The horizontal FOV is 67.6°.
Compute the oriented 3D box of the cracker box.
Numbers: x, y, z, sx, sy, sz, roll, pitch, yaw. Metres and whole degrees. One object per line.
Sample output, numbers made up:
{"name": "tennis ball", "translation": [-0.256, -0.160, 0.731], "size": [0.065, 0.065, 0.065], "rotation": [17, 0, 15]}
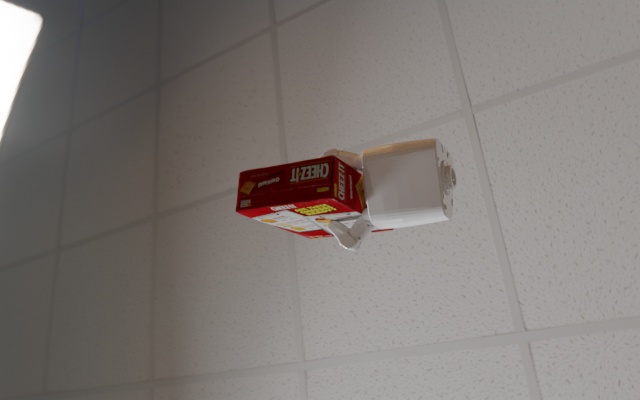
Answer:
{"name": "cracker box", "translation": [0.000, 0.003, 0.745], "size": [0.164, 0.072, 0.214], "rotation": [-8, -19, 29]}
